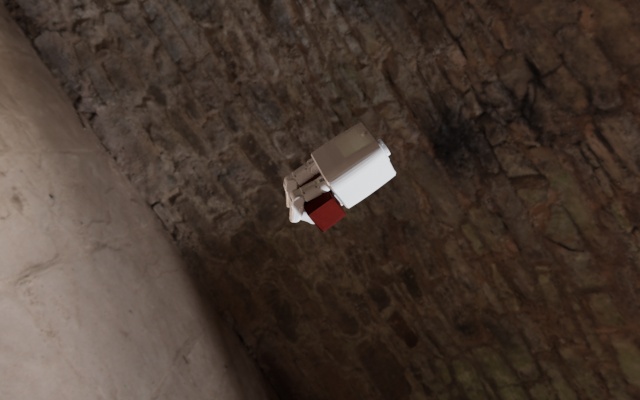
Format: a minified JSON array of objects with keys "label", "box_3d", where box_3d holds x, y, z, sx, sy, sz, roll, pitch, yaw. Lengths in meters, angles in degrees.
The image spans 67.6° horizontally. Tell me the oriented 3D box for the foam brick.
[{"label":"foam brick","box_3d":[0.000,0.003,0.815,0.051,0.078,0.053,-34,-48,6]}]
